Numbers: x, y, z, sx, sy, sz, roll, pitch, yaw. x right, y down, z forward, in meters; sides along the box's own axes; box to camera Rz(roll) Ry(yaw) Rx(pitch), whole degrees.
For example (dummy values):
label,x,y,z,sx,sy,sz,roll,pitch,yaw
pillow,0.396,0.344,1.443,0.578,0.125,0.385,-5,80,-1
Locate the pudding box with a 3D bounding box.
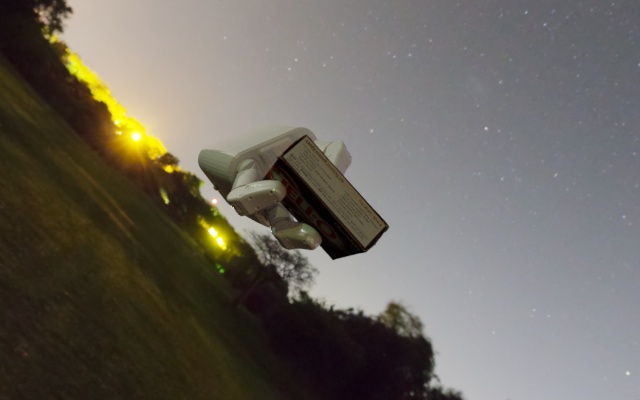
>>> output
label,x,y,z,sx,sy,sz,roll,pitch,yaw
pudding box,0.000,0.001,0.447,0.039,0.113,0.090,-45,4,-19
